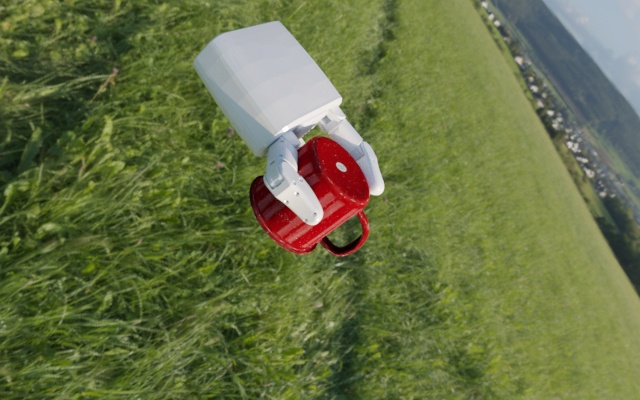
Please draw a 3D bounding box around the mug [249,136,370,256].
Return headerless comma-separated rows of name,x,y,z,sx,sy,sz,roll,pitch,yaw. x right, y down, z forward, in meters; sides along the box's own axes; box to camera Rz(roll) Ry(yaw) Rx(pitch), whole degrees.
mug,0.001,0.003,0.461,0.081,0.117,0.093,-37,2,28
